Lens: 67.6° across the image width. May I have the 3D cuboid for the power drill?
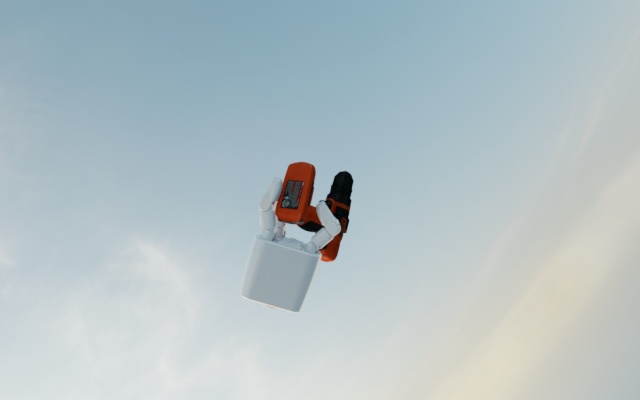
[{"bbox_3d":[0.000,0.003,0.866,0.057,0.184,0.188,2,-21,30],"label":"power drill"}]
